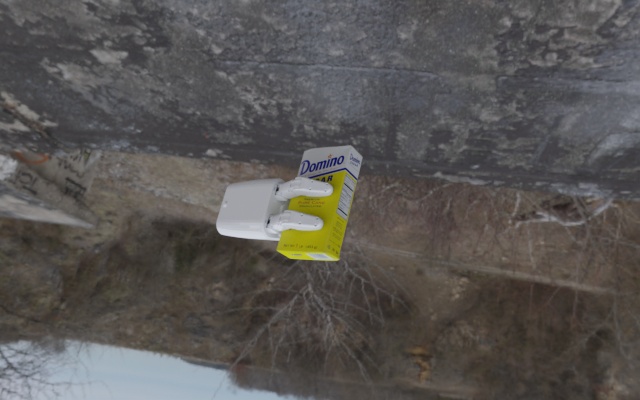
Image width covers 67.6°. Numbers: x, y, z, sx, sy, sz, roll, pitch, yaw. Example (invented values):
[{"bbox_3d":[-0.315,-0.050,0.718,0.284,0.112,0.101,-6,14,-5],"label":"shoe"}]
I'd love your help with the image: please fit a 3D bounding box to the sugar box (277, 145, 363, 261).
[{"bbox_3d":[0.000,0.002,0.732,0.093,0.176,0.048,-2,-23,35],"label":"sugar box"}]
